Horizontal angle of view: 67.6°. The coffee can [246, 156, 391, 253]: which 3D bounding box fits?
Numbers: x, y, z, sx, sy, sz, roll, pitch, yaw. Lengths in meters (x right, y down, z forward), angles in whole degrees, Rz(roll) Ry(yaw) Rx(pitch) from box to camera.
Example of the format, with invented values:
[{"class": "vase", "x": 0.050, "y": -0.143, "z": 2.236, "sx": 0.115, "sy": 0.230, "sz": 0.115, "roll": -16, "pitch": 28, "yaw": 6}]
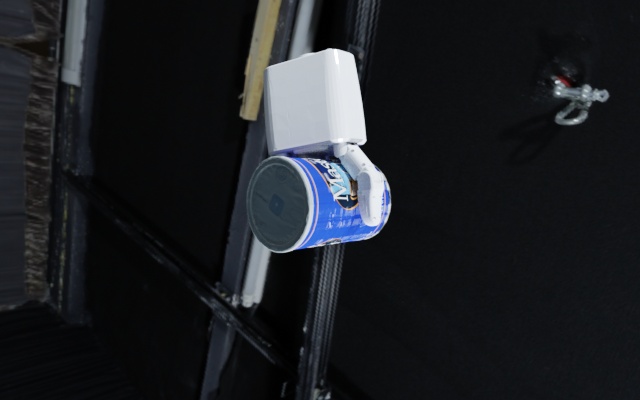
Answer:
[{"class": "coffee can", "x": 0.000, "y": 0.002, "z": 0.557, "sx": 0.103, "sy": 0.103, "sz": 0.140, "roll": 0, "pitch": 2, "yaw": 44}]
